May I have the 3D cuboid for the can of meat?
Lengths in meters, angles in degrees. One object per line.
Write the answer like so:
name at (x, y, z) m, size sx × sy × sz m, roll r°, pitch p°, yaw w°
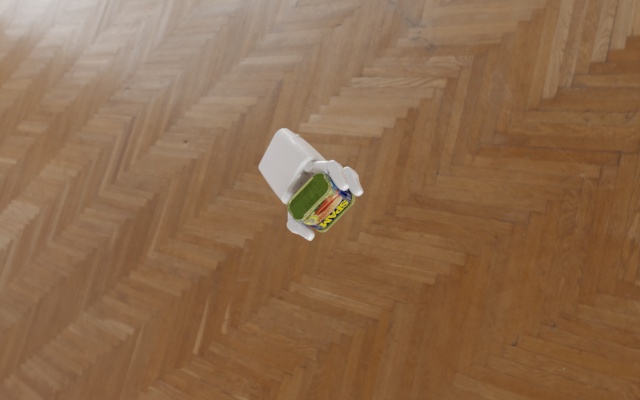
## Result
can of meat at (0.000, 0.003, 0.878) m, size 0.084 × 0.102 × 0.057 m, roll 26°, pitch 23°, yaw -54°
